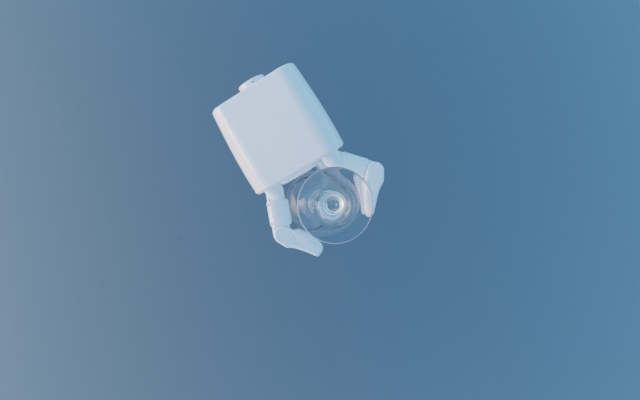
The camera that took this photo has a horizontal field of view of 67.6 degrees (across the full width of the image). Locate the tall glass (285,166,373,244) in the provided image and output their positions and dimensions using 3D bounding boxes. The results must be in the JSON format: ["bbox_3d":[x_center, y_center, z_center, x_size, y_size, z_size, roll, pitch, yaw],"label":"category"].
[{"bbox_3d":[0.000,0.002,0.553,0.079,0.079,0.201,0,1,-8],"label":"tall glass"}]
